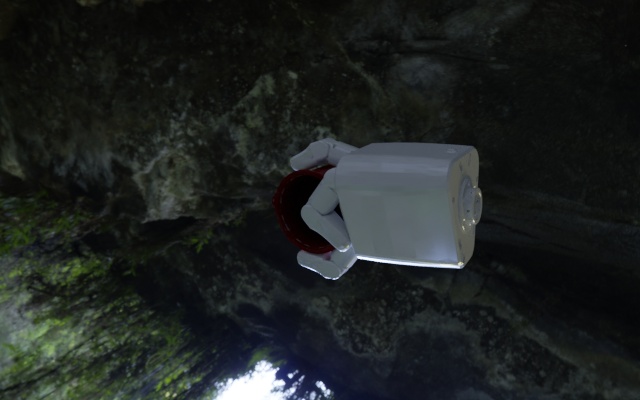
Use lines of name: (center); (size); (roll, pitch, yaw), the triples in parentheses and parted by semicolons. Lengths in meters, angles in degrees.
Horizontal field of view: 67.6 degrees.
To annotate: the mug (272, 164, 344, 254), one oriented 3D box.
mug: (-0.001, 0.002, 0.542); (0.117, 0.093, 0.081); (5, 18, 33)
